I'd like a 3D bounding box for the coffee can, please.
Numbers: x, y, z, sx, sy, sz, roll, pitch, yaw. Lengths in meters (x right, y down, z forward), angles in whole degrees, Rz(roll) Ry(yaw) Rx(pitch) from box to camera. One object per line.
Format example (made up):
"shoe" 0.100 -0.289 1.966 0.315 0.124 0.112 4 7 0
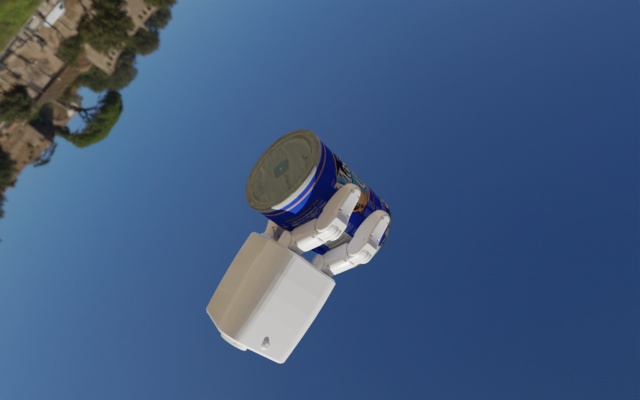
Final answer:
"coffee can" 0.000 0.002 0.543 0.103 0.102 0.140 0 -31 46
